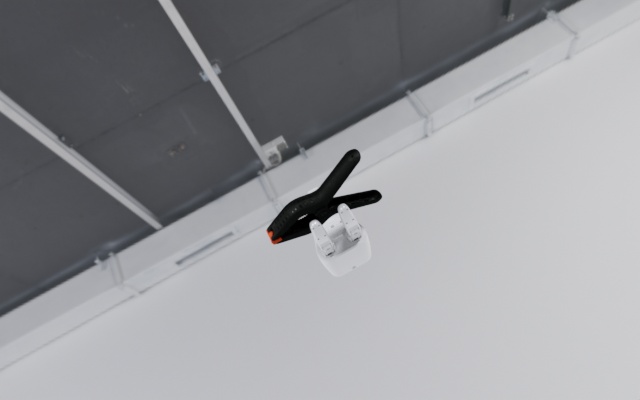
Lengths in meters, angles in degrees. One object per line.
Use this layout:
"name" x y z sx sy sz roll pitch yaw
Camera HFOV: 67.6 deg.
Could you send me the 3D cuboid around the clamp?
"clamp" -0.001 0.002 0.795 0.210 0.036 0.165 -28 -32 -2
